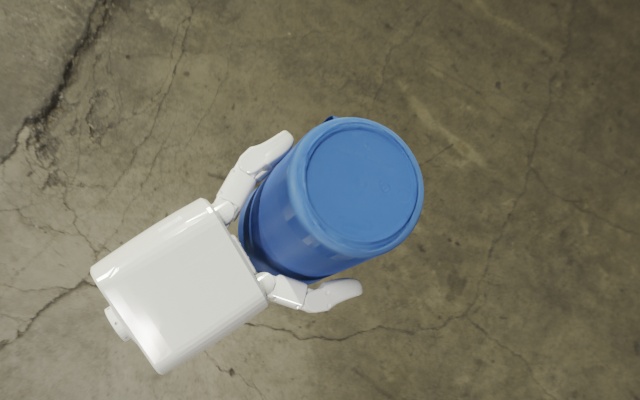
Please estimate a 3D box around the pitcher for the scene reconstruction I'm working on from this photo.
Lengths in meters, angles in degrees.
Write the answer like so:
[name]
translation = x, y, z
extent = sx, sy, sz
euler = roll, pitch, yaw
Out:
[pitcher]
translation = 0.000, 0.002, 0.461
extent = 0.145, 0.149, 0.243
euler = -30, -3, -19
